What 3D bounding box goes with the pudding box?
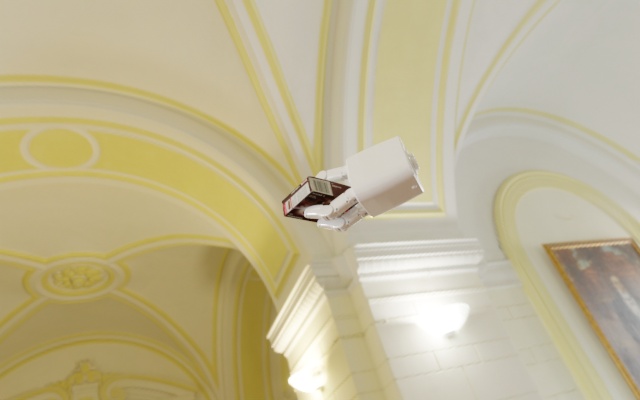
[{"bbox_3d":[0.000,0.003,0.873,0.113,0.039,0.090,15,-41,-35],"label":"pudding box"}]
